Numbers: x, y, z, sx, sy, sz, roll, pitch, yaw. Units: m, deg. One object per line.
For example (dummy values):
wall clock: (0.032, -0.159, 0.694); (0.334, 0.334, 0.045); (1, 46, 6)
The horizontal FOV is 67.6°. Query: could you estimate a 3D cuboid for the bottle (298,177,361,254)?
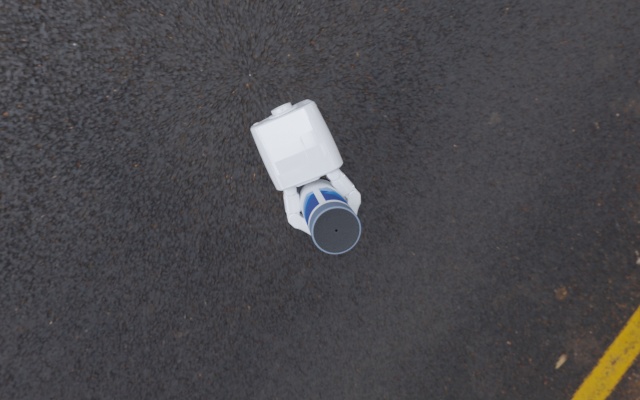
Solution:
bottle: (0.000, 0.003, 0.764); (0.069, 0.069, 0.295); (0, 15, -8)
